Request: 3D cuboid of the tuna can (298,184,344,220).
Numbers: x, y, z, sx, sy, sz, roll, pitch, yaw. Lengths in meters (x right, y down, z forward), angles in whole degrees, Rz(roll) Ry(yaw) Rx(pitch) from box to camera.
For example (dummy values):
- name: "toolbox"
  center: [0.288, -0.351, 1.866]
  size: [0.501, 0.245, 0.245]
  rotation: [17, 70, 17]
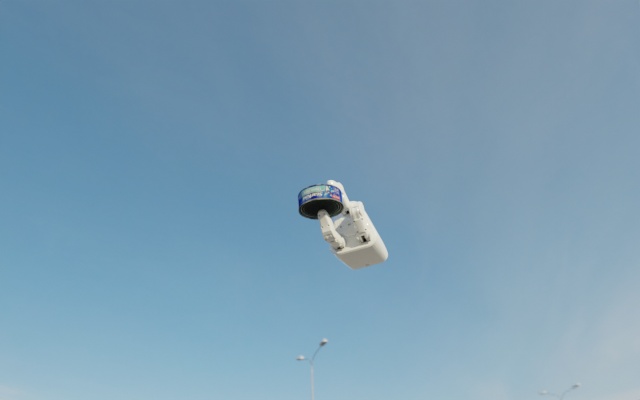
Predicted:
- name: "tuna can"
  center: [0.000, 0.002, 0.900]
  size: [0.086, 0.033, 0.086]
  rotation: [-4, -27, -2]
